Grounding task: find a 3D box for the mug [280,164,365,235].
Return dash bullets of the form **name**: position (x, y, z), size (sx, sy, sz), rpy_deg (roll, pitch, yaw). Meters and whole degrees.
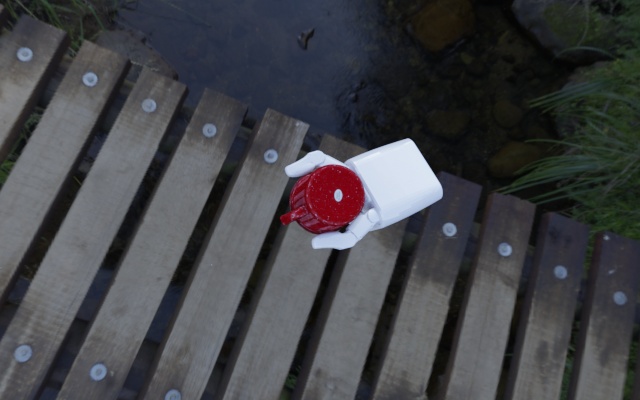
- **mug**: position (-0.001, 0.003, 0.640), size (0.117, 0.093, 0.081), rpy_deg (-23, -2, -16)
